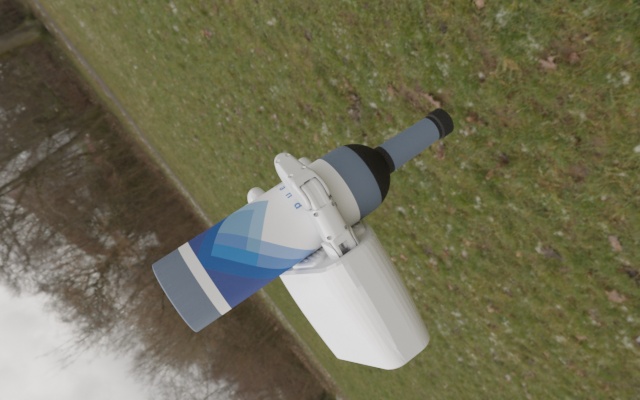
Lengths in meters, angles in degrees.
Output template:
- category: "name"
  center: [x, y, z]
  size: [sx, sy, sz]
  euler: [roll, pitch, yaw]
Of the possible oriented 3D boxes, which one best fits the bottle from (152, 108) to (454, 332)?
- category: "bottle"
  center: [0.000, 0.001, 0.425]
  size: [0.295, 0.069, 0.069]
  euler: [-33, 9, -14]
